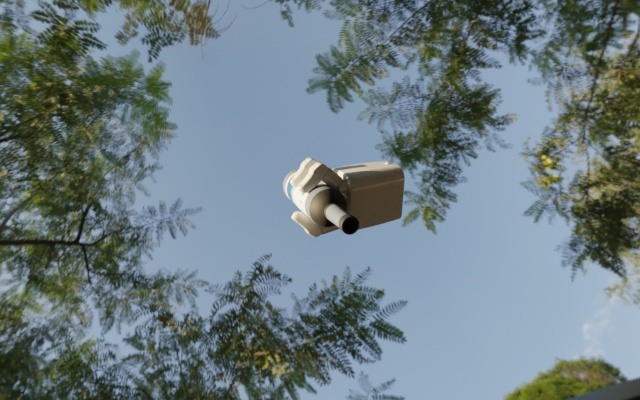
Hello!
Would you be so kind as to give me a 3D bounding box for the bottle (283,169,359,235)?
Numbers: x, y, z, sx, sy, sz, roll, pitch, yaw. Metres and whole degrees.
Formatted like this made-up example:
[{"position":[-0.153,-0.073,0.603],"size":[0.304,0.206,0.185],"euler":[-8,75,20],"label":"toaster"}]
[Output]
[{"position":[0.000,0.003,0.818],"size":[0.069,0.069,0.295],"euler":[0,13,-17],"label":"bottle"}]
